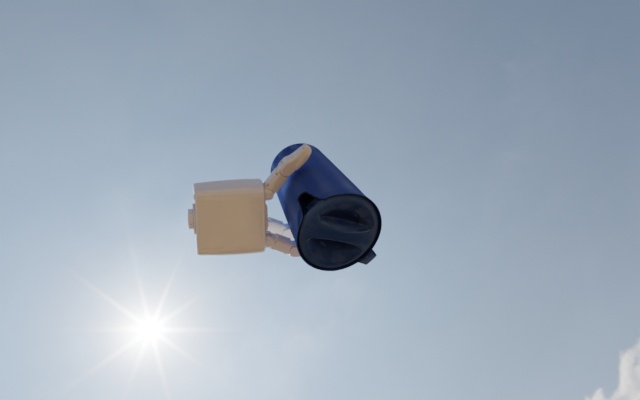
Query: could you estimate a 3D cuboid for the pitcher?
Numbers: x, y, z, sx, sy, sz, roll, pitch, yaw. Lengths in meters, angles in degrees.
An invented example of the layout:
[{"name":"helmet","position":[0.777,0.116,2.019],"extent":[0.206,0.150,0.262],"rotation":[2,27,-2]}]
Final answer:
[{"name":"pitcher","position":[0.000,0.003,0.795],"extent":[0.145,0.149,0.242],"rotation":[-6,29,-17]}]
